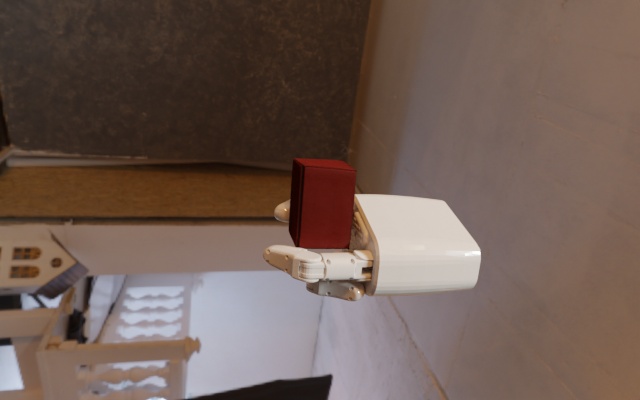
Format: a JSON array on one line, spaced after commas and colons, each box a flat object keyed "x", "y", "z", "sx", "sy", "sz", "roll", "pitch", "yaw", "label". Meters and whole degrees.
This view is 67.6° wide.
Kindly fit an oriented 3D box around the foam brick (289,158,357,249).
[{"x": 0.000, "y": 0.001, "z": 0.453, "sx": 0.051, "sy": 0.078, "sz": 0.053, "roll": 1, "pitch": 14, "yaw": -12, "label": "foam brick"}]
